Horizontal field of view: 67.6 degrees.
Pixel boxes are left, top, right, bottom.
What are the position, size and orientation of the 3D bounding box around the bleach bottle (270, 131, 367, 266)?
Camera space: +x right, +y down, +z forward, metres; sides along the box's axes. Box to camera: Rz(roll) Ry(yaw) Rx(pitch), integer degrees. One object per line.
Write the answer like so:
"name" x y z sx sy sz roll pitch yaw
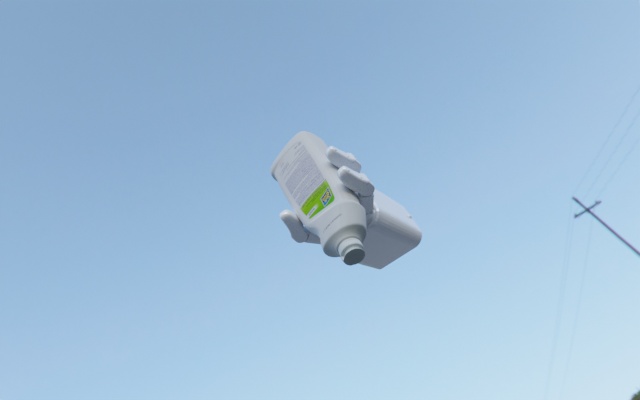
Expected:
"bleach bottle" 0.000 0.002 0.682 0.068 0.102 0.250 24 25 -34
